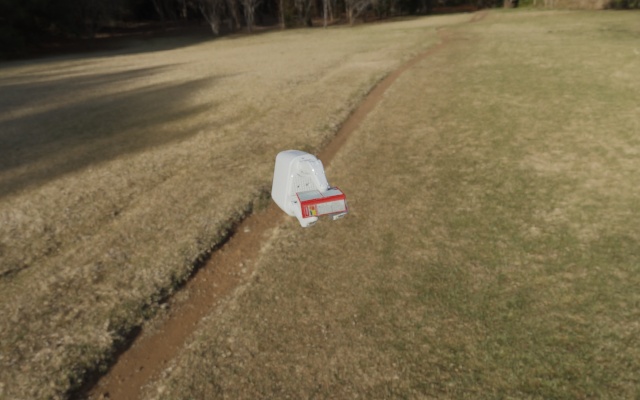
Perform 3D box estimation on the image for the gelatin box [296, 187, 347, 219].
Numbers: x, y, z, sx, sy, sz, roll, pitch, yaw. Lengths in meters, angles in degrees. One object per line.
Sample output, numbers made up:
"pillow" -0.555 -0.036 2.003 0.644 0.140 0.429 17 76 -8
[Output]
"gelatin box" 0.000 0.002 0.789 0.073 0.030 0.089 -9 12 -6
